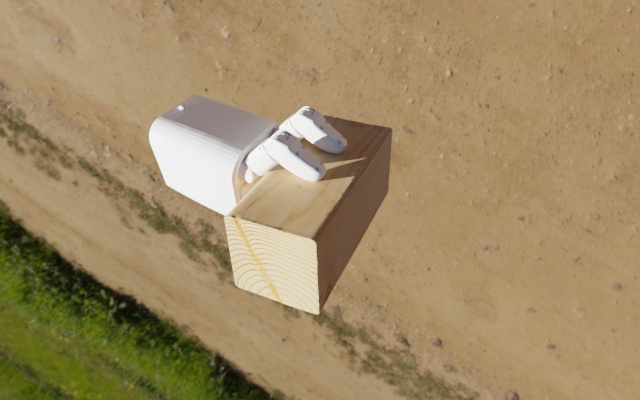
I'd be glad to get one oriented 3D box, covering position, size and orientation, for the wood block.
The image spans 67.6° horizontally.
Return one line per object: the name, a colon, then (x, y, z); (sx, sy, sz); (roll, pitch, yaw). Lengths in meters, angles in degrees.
wood block: (0.000, 0.002, 0.491); (0.090, 0.091, 0.206); (14, 39, 20)
